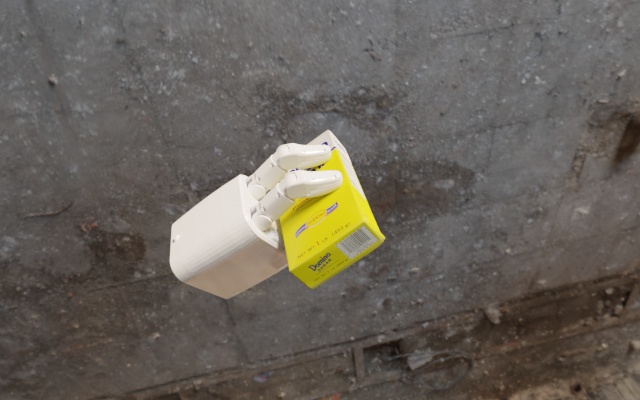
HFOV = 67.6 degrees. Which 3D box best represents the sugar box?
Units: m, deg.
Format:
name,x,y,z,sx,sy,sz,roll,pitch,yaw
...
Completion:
name,x,y,z,sx,sy,sz,roll,pitch,yaw
sugar box,0.000,0.002,0.525,0.093,0.176,0.048,-35,-51,13
